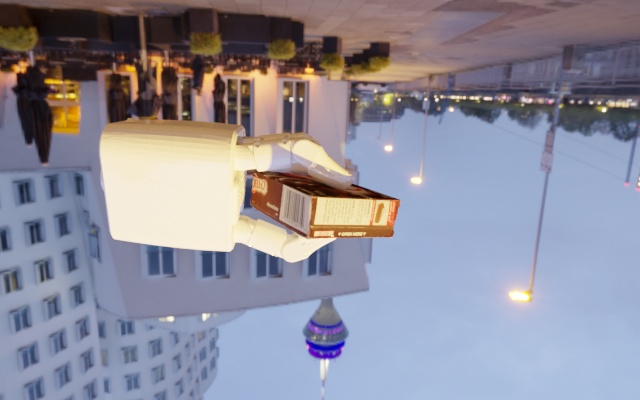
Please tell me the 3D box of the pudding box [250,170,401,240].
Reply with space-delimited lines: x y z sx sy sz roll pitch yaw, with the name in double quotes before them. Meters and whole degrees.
"pudding box" 0.000 0.002 0.427 0.090 0.039 0.113 1 15 -32
